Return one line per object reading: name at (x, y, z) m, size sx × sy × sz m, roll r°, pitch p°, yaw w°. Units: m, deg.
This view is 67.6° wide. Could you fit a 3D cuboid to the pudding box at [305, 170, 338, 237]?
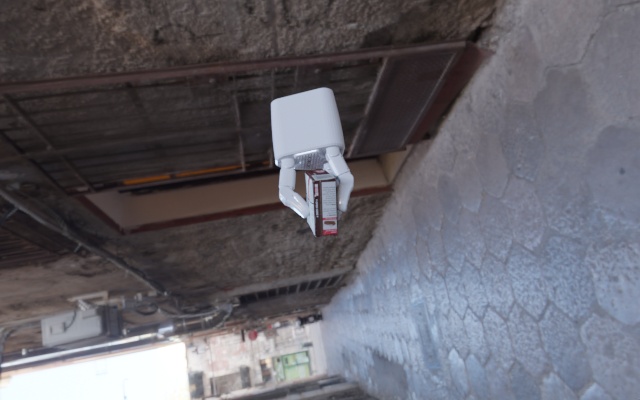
pudding box at (0.000, 0.002, 0.755) m, size 0.039 × 0.090 × 0.113 m, roll -4°, pitch 10°, yaw -6°
